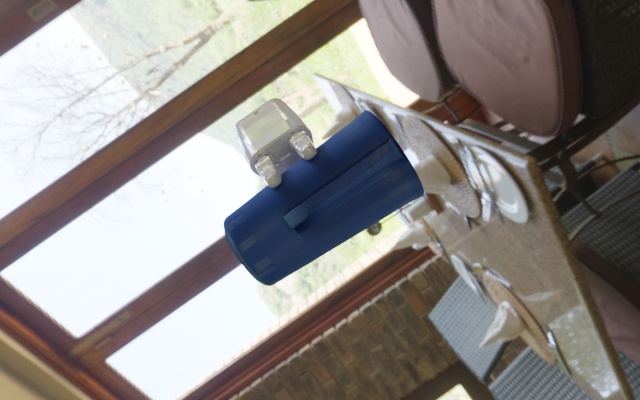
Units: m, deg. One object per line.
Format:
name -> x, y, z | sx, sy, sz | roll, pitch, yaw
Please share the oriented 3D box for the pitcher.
pitcher -> 0.000, 0.002, 0.609 | 0.243, 0.145, 0.149 | -35, -45, 0
